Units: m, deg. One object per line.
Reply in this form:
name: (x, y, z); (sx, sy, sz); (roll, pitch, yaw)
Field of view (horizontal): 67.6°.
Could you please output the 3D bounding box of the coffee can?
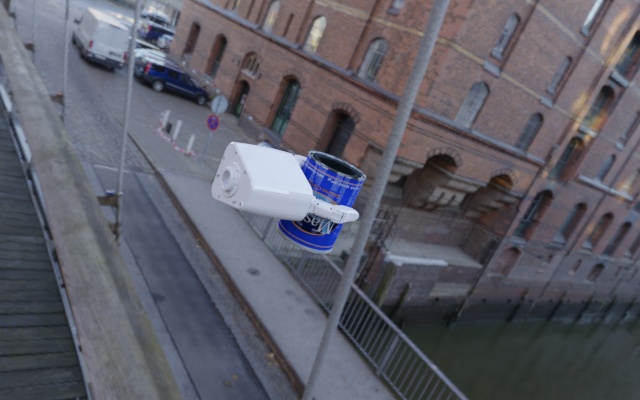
coffee can: (0.000, 0.003, 0.792); (0.103, 0.140, 0.102); (22, 16, -7)
